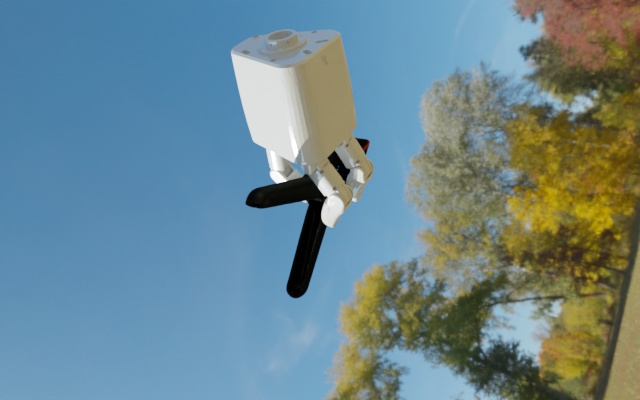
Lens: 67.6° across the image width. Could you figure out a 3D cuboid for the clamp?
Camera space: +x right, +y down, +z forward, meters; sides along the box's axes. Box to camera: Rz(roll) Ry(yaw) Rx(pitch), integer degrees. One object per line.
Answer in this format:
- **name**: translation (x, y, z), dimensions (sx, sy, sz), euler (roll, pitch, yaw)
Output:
- **clamp**: translation (0.000, 0.001, 0.563), dimensions (0.036, 0.165, 0.210), euler (15, 45, 29)
